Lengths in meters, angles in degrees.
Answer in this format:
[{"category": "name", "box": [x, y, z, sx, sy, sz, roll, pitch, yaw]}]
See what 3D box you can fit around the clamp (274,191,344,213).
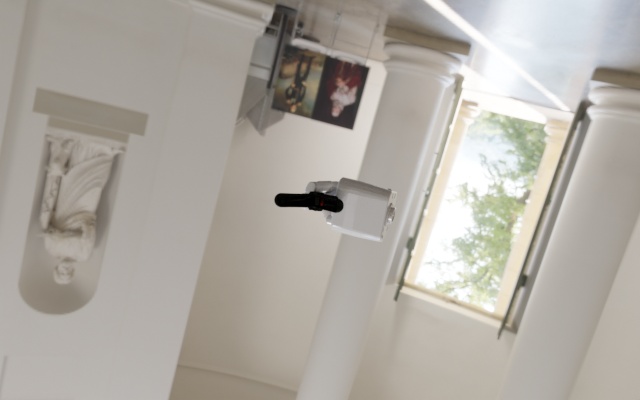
[{"category": "clamp", "box": [0.000, 0.003, 0.882, 0.120, 0.039, 0.171, 12, 7, 18]}]
